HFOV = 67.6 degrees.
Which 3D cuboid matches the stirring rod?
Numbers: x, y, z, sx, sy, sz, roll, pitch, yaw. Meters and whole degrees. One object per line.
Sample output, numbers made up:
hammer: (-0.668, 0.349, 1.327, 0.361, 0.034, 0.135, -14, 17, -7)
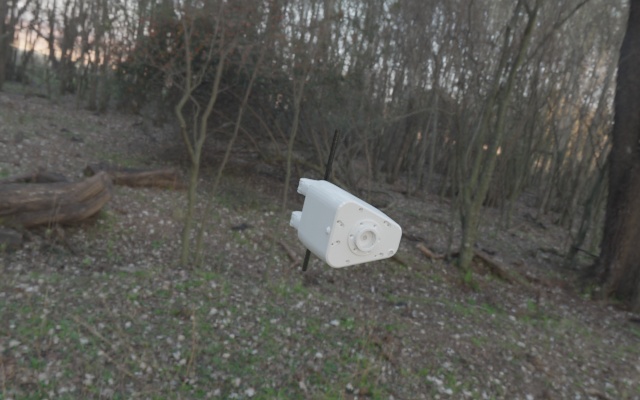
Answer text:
stirring rod: (0.000, 0.003, 0.783, 0.011, 0.239, 0.011, 13, 10, -2)
